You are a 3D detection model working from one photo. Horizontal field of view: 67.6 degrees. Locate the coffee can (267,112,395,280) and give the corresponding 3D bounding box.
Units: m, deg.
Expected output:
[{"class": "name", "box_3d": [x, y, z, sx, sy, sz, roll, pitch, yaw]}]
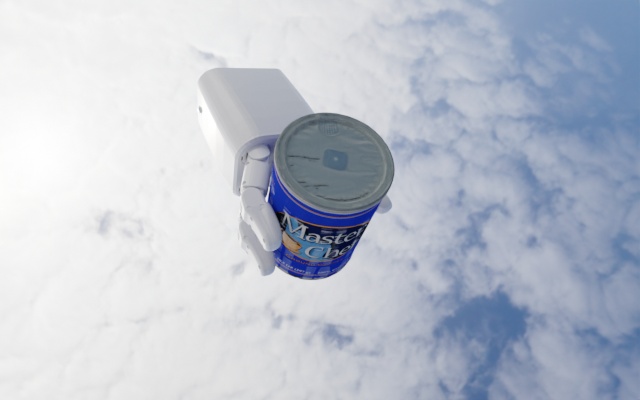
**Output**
[{"class": "coffee can", "box_3d": [0.000, 0.002, 0.455, 0.103, 0.102, 0.140, 0, -32, -13]}]
